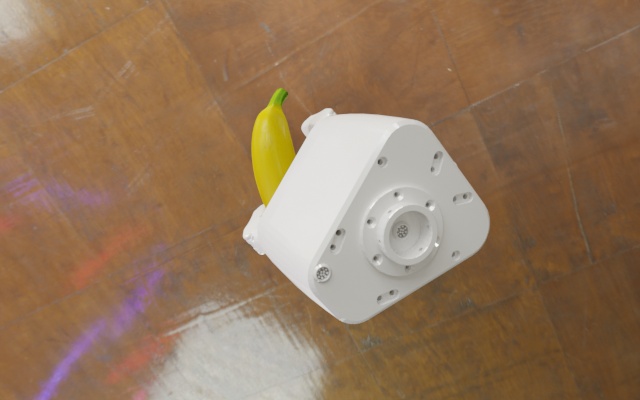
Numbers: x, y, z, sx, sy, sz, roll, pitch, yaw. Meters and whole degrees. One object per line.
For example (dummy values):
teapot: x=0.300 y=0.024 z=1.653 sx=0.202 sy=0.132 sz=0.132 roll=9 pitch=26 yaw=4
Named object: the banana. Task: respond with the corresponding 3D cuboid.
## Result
banana: x=-0.014 y=0.005 z=0.402 sx=0.069 sy=0.198 sz=0.037 roll=-29 pitch=14 yaw=-39
